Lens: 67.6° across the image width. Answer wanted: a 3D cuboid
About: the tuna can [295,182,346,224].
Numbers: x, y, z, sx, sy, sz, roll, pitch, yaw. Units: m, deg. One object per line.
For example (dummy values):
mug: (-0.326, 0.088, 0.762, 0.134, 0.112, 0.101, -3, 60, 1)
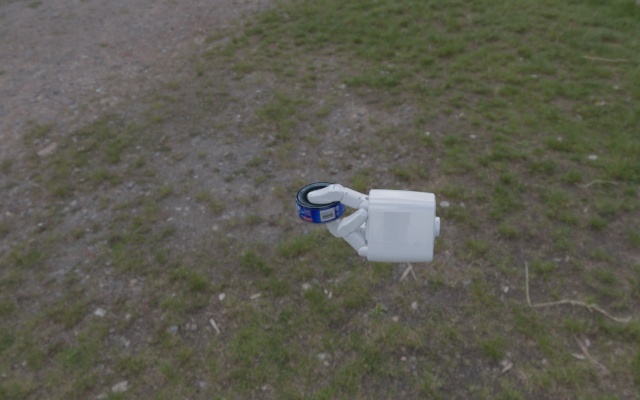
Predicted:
tuna can: (0.000, 0.002, 0.823, 0.086, 0.034, 0.086, -5, 33, 3)
